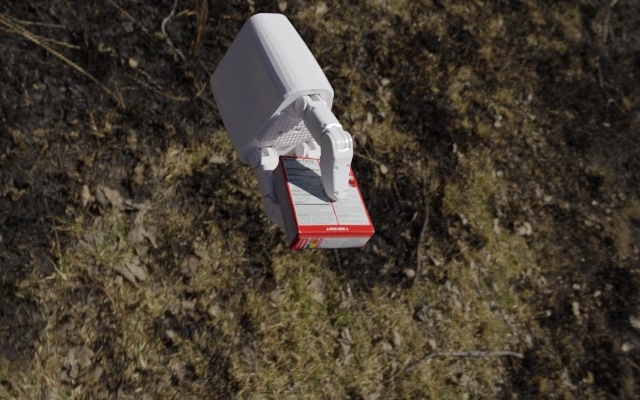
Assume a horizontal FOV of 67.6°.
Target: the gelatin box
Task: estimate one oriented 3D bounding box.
[{"bbox_3d":[0.000,0.001,0.438,0.073,0.089,0.030,1,-38,-25],"label":"gelatin box"}]
